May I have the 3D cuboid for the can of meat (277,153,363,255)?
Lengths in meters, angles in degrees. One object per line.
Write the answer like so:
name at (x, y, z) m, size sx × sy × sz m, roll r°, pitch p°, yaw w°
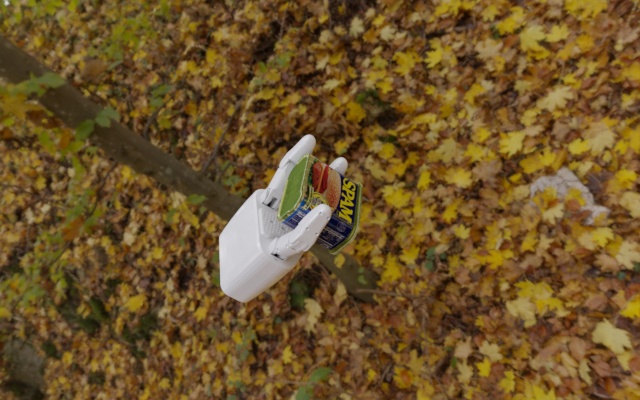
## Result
can of meat at (0.000, 0.002, 0.584) m, size 0.084 × 0.102 × 0.057 m, roll 31°, pitch -48°, yaw -20°
